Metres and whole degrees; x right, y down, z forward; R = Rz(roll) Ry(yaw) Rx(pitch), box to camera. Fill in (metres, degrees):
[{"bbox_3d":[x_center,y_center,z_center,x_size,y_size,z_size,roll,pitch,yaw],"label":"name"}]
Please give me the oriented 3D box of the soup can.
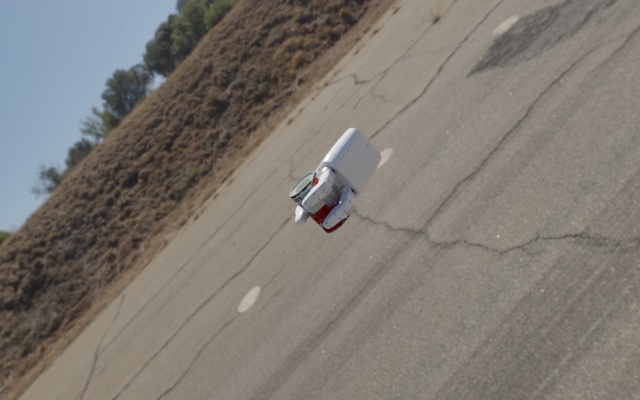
[{"bbox_3d":[0.000,0.003,0.894,0.102,0.068,0.068,45,-16,-17],"label":"soup can"}]
